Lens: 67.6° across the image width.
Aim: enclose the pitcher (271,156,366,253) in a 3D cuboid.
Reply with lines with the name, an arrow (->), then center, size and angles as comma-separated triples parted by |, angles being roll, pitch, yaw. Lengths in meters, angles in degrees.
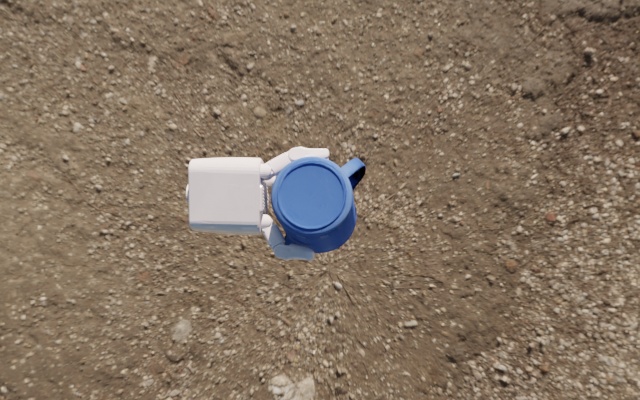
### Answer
pitcher -> 0.000, 0.002, 0.734 | 0.145, 0.149, 0.243 | 1, -8, 2
